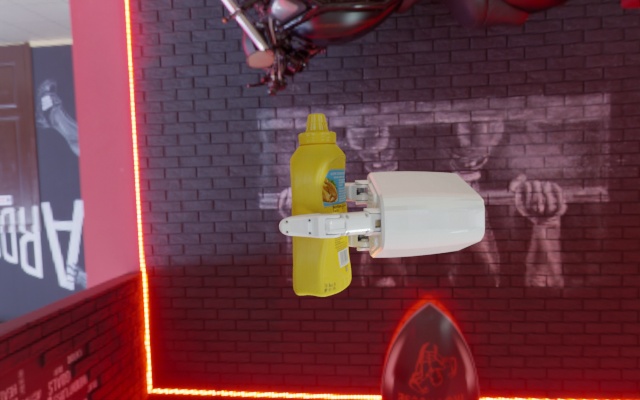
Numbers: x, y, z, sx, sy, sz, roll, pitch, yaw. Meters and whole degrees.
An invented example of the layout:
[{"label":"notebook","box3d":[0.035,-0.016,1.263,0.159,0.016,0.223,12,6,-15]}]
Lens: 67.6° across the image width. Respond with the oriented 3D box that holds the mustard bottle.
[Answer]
[{"label":"mustard bottle","box3d":[0.000,0.002,0.525,0.058,0.191,0.096,-1,4,22]}]
